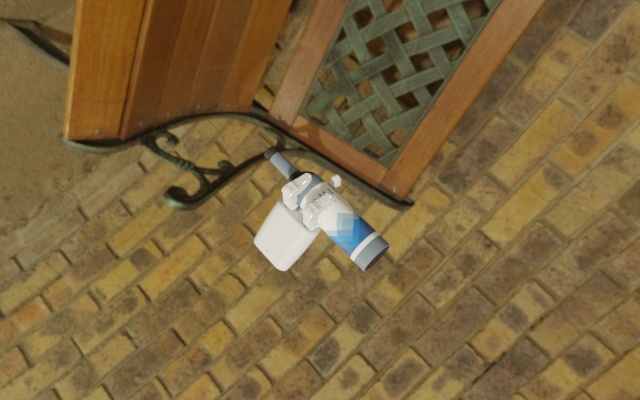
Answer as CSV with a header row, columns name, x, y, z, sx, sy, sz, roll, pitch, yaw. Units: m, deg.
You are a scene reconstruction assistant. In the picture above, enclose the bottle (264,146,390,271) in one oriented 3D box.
name,x,y,z,sx,sy,sz,roll,pitch,yaw
bottle,0.000,0.003,0.884,0.295,0.069,0.069,45,16,17
